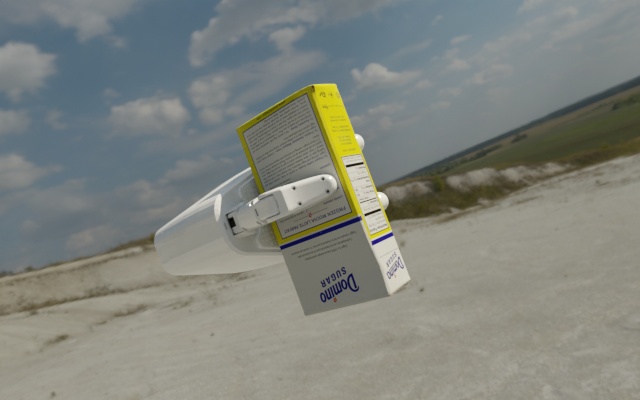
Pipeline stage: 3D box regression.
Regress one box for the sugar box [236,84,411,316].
[{"bbox_3d":[0.000,0.001,0.405,0.093,0.176,0.048,-22,-1,37],"label":"sugar box"}]
